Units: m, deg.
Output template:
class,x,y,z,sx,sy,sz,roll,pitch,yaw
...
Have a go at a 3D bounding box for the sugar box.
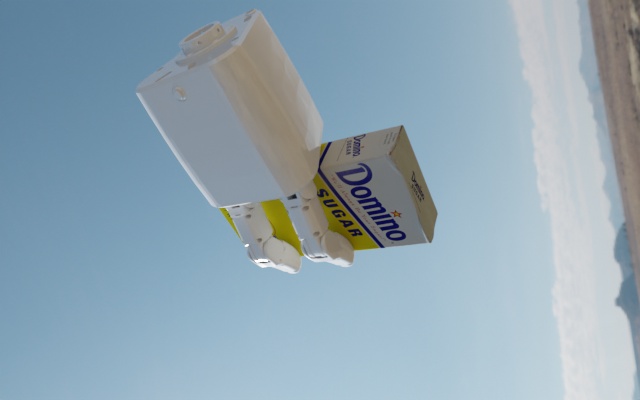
class,x,y,z,sx,sy,sz,roll,pitch,yaw
sugar box,0.000,0.002,0.408,0.176,0.093,0.048,-9,37,31
